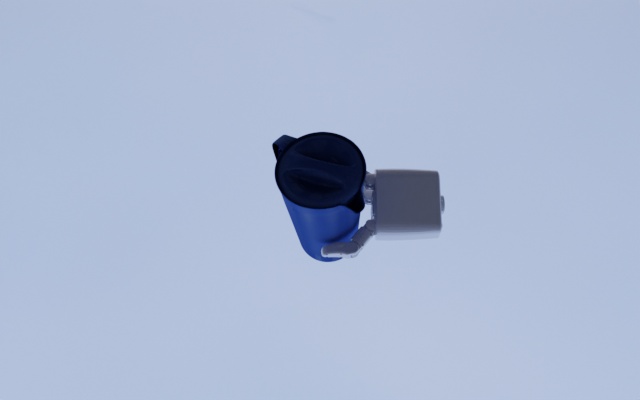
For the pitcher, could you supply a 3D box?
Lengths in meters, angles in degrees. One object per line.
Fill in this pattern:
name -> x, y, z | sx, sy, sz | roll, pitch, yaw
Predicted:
pitcher -> 0.000, 0.003, 0.789 | 0.145, 0.149, 0.243 | -2, -29, 3
